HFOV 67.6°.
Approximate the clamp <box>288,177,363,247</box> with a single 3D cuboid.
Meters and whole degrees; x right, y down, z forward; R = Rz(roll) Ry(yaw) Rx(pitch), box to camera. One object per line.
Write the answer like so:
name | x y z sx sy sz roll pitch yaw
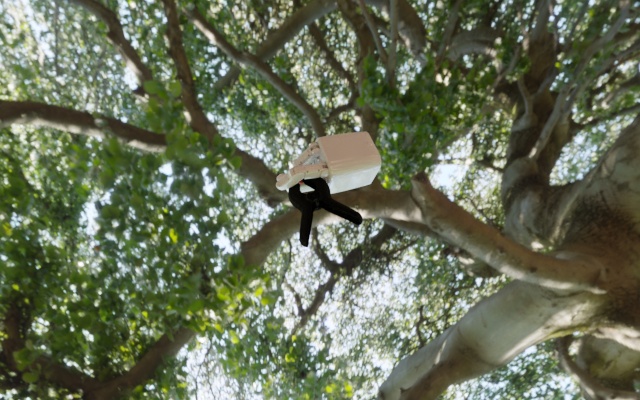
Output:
clamp | 0.000 0.003 0.882 0.120 0.171 0.039 -11 -36 -13
